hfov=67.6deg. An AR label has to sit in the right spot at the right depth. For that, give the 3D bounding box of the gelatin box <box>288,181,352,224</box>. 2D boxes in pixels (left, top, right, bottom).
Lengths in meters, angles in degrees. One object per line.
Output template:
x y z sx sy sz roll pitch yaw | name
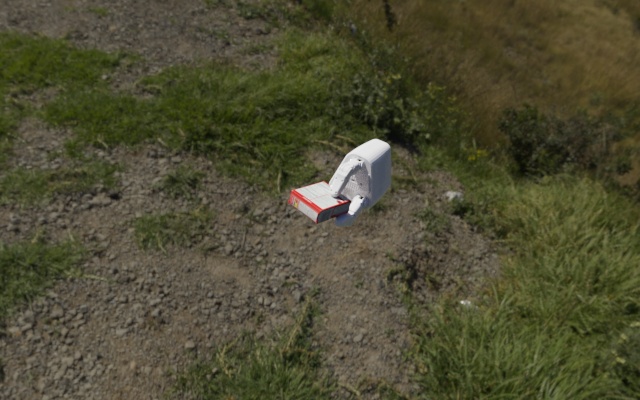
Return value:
0.000 0.002 0.849 0.073 0.030 0.089 35 33 30 | gelatin box
